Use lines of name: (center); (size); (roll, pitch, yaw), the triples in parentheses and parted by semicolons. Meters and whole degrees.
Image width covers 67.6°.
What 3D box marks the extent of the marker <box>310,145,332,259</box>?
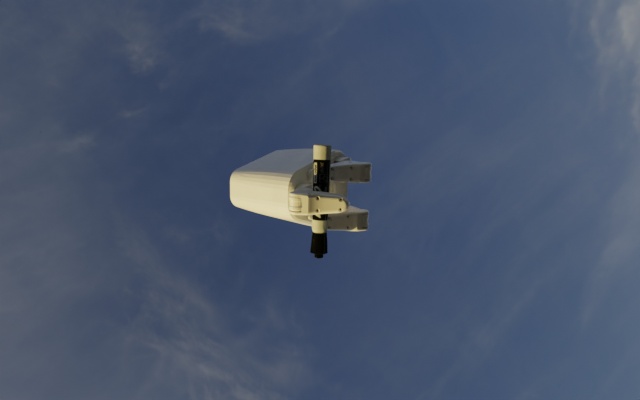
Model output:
marker: (0.000, 0.002, 0.507); (0.020, 0.121, 0.020); (2, 8, 0)
